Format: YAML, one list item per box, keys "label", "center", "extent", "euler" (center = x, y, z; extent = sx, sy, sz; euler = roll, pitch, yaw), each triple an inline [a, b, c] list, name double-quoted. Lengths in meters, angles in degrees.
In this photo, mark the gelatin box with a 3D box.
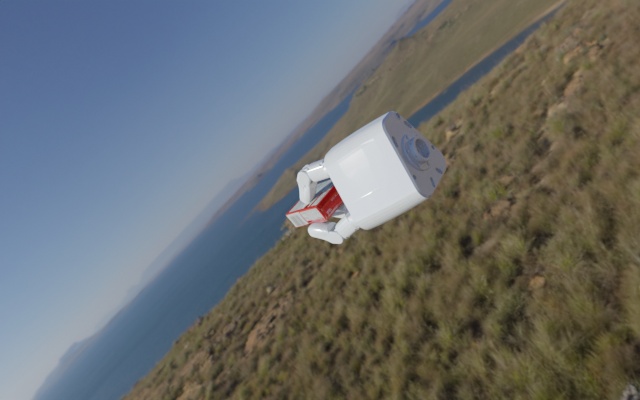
- label: "gelatin box"
  center: [0.000, 0.002, 0.704]
  extent: [0.073, 0.030, 0.089]
  euler: [-48, 18, -31]
